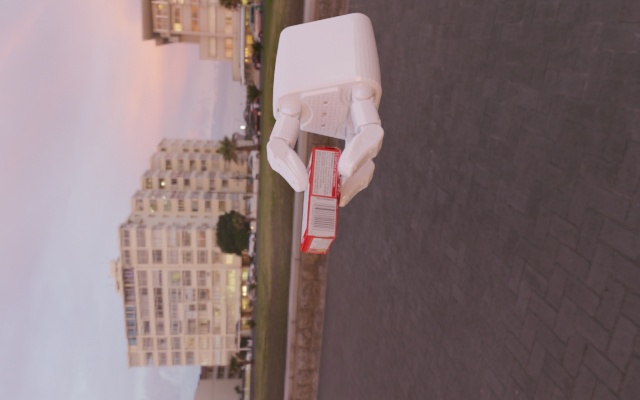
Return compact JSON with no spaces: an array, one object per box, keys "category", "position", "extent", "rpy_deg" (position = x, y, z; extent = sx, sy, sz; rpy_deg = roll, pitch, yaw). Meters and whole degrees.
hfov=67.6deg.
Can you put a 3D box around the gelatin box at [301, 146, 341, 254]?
[{"category":"gelatin box","position":[0.000,0.002,0.467],"extent":[0.030,0.089,0.073],"rpy_deg":[6,-18,-5]}]
